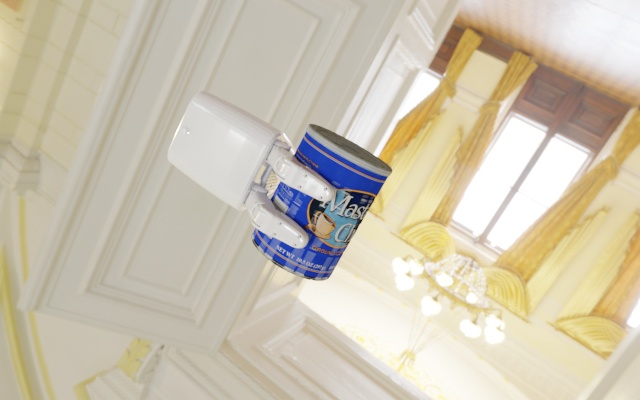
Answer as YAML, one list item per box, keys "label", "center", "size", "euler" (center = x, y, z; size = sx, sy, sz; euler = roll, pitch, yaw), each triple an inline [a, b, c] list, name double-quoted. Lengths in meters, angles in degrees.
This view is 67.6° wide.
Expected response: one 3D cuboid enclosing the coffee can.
- label: "coffee can"
  center: [0.000, 0.002, 0.527]
  size: [0.103, 0.140, 0.102]
  euler: [27, 14, -7]
